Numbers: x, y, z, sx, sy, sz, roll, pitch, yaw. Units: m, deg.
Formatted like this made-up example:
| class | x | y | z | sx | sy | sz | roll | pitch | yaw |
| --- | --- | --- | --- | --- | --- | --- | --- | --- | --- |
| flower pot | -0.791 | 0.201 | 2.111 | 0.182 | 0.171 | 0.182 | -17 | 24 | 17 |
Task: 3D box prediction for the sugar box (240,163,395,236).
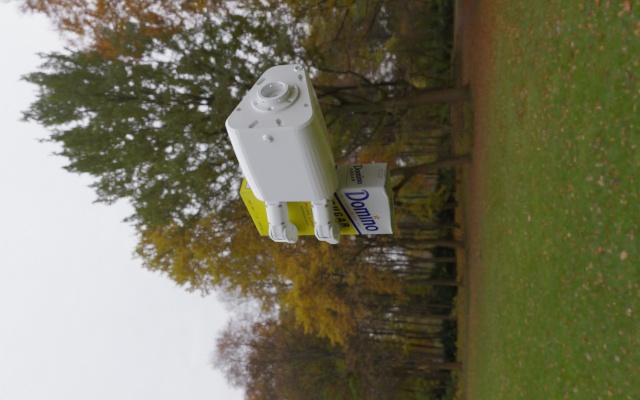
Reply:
| class | x | y | z | sx | sy | sz | roll | pitch | yaw |
| --- | --- | --- | --- | --- | --- | --- | --- | --- | --- |
| sugar box | 0.000 | 0.002 | 0.590 | 0.176 | 0.048 | 0.093 | 0 | -39 | 15 |
